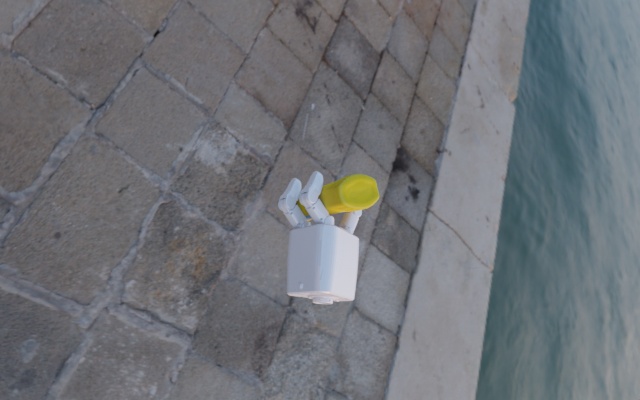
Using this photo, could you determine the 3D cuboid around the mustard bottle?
[{"bbox_3d":[0.000,0.002,0.817,0.096,0.058,0.191,-13,-1,-44],"label":"mustard bottle"}]
